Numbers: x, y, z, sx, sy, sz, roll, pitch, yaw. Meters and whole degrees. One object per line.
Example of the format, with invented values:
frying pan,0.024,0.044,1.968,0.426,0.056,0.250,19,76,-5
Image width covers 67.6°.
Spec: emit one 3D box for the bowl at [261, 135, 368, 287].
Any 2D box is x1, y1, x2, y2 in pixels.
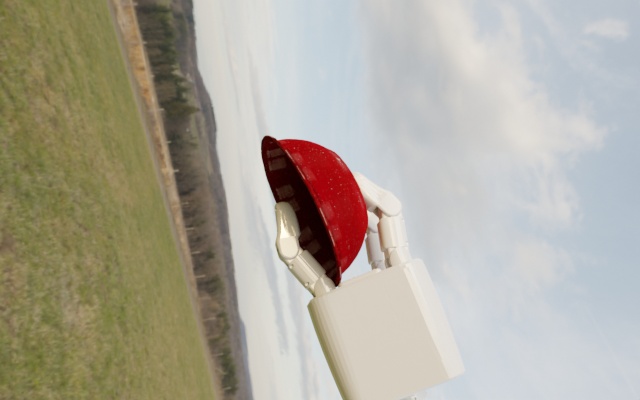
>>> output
bowl,0.000,0.000,0.472,0.055,0.162,0.162,-26,7,-16
